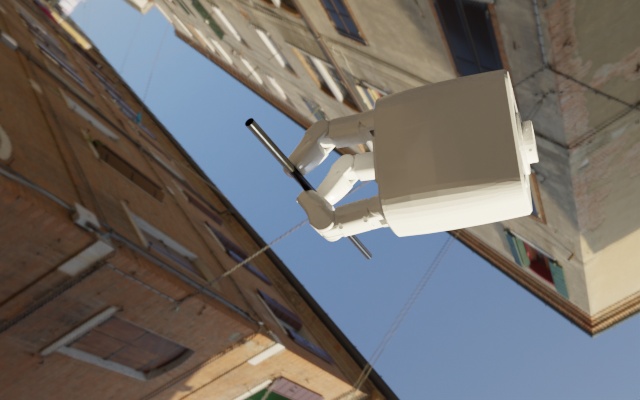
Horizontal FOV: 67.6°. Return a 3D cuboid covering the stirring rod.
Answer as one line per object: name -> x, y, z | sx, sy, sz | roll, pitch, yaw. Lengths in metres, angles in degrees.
stirring rod -> 0.000, 0.001, 0.454 | 0.011, 0.011, 0.240 | 0, -31, 32
